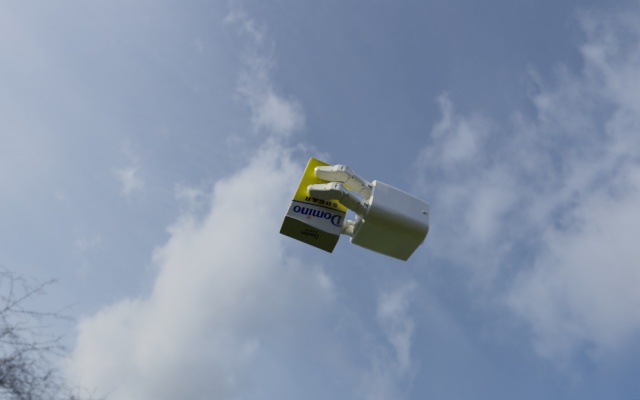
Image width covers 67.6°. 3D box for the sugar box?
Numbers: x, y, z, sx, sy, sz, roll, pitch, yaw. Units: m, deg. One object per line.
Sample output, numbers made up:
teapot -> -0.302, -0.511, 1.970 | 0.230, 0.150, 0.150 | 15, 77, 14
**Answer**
sugar box -> 0.000, 0.002, 0.806 | 0.093, 0.048, 0.176 | 21, 36, -2
